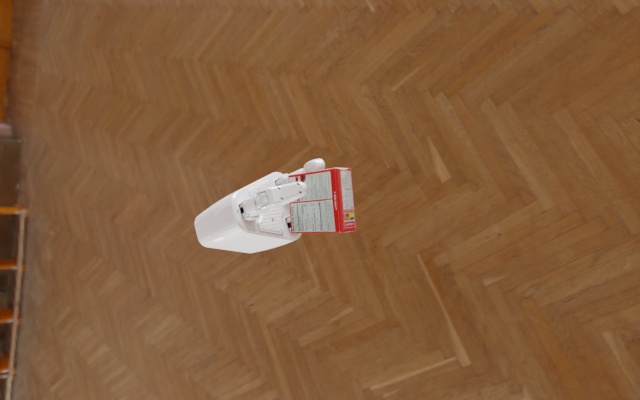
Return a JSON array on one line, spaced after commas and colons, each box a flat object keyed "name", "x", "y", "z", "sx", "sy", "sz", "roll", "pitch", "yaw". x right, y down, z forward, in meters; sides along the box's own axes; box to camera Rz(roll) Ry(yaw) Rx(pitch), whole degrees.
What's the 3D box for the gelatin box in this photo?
[{"name": "gelatin box", "x": 0.000, "y": 0.002, "z": 0.568, "sx": 0.030, "sy": 0.073, "sz": 0.089, "roll": -4, "pitch": -1, "yaw": -42}]
